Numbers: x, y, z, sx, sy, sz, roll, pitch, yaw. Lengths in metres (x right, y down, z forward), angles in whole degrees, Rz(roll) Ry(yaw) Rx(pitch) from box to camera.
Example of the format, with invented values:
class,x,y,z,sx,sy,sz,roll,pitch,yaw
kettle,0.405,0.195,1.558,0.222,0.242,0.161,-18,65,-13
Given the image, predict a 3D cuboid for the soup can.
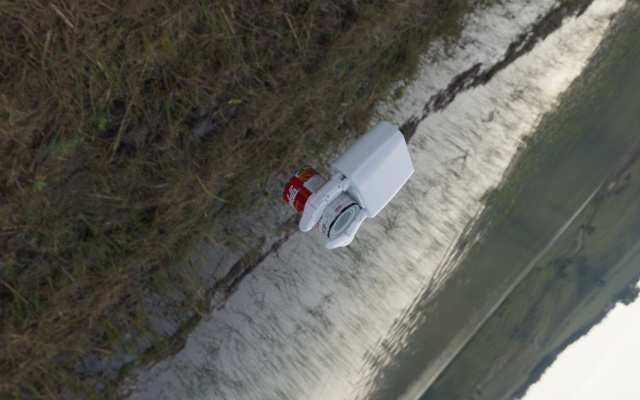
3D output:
class,x,y,z,sx,sy,sz,roll,pitch,yaw
soup can,0.000,0.003,0.724,0.102,0.068,0.068,40,18,23
